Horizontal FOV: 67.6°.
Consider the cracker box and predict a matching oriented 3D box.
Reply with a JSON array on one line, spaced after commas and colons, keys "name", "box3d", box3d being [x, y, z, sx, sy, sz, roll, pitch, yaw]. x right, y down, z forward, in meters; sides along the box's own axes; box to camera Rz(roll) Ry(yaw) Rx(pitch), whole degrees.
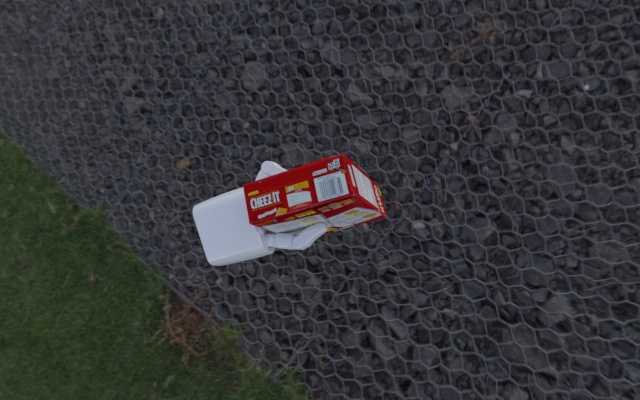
[{"name": "cracker box", "box3d": [0.000, 0.003, 0.768, 0.164, 0.072, 0.214, -16, -15, 16]}]
